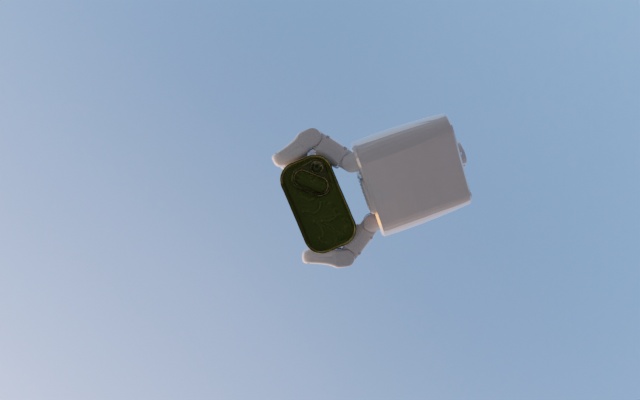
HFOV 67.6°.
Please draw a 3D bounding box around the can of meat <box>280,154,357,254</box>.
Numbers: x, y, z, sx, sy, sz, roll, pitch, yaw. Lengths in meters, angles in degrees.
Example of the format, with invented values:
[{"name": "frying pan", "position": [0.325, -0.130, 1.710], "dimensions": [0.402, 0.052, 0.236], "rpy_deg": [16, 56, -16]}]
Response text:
[{"name": "can of meat", "position": [0.000, 0.002, 0.540], "dimensions": [0.057, 0.102, 0.084], "rpy_deg": [-23, 1, 5]}]
